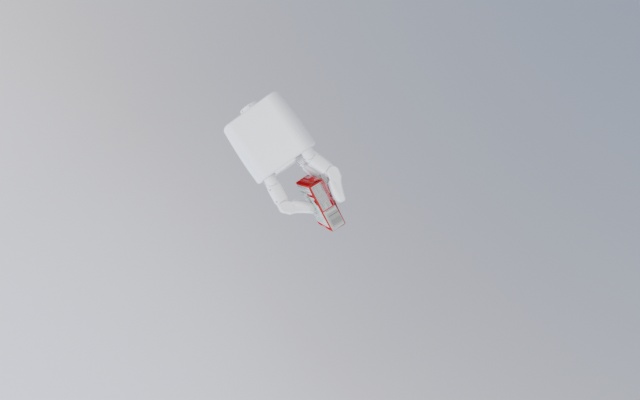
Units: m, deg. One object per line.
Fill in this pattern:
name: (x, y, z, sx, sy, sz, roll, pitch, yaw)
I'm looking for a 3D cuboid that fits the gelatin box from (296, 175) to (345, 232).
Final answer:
gelatin box: (0.000, 0.003, 0.801, 0.030, 0.089, 0.073, -31, 16, -13)
